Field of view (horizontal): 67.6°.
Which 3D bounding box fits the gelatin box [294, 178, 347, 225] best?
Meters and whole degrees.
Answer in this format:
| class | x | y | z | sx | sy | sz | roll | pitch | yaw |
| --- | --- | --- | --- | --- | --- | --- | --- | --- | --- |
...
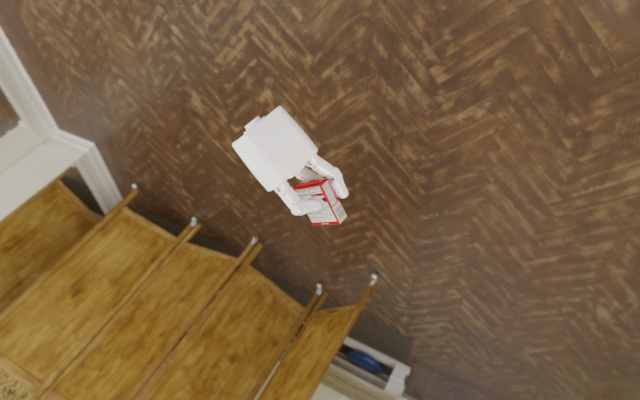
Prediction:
| class | x | y | z | sx | sy | sz | roll | pitch | yaw |
| --- | --- | --- | --- | --- | --- | --- | --- | --- | --- |
| gelatin box | 0.000 | 0.003 | 0.898 | 0.073 | 0.089 | 0.030 | -6 | 28 | 45 |
